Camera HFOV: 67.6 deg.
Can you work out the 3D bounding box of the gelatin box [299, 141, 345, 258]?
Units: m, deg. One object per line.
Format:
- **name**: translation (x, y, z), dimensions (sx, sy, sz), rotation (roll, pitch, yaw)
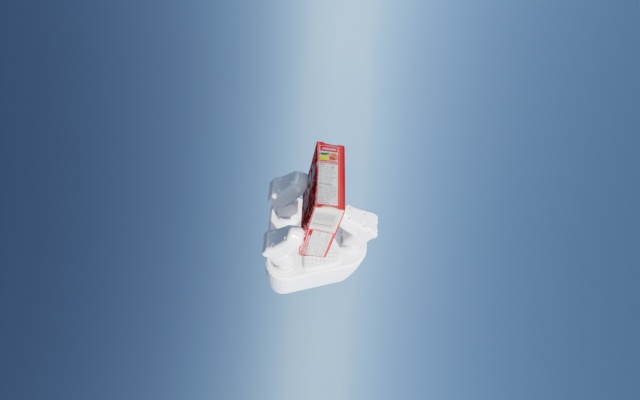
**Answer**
- **gelatin box**: translation (0.001, 0.001, 0.448), dimensions (0.030, 0.073, 0.089), rotation (8, -35, -8)
